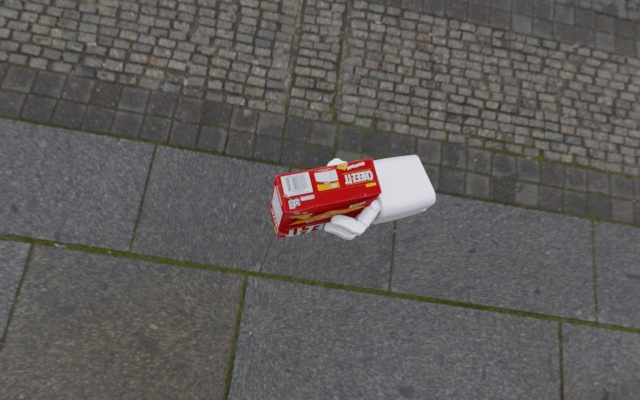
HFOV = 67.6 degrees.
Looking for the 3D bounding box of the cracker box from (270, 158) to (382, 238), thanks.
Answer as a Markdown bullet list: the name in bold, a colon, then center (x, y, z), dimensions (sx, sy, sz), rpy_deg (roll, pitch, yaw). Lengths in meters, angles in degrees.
- **cracker box**: center (0.000, 0.003, 0.852), dimensions (0.164, 0.072, 0.214), rpy_deg (-11, -13, -11)
